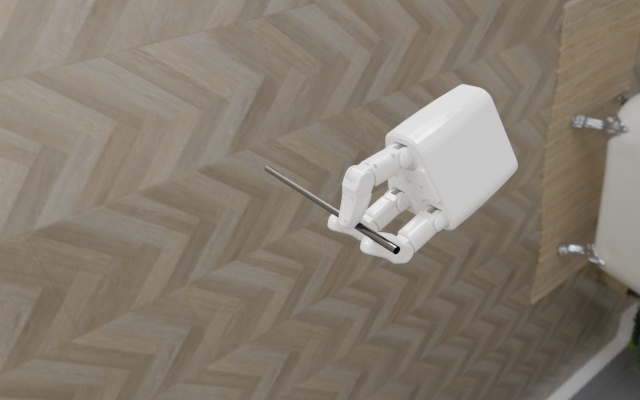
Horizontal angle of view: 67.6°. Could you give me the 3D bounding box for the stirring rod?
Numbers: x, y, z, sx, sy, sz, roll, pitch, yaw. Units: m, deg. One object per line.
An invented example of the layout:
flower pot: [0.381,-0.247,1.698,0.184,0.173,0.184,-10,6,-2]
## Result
stirring rod: [0.000,0.002,0.506,0.011,0.011,0.239,0,20,-36]
